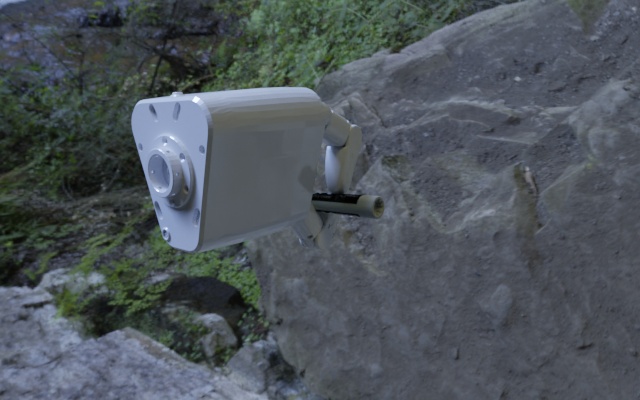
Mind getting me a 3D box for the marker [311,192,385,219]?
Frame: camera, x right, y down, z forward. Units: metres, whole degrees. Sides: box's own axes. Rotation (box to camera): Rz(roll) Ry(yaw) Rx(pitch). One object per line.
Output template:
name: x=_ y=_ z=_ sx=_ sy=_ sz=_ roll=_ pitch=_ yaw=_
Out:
marker: x=0.000 y=0.001 z=0.419 sx=0.121 sy=0.020 sz=0.020 roll=6 pitch=3 yaw=39
